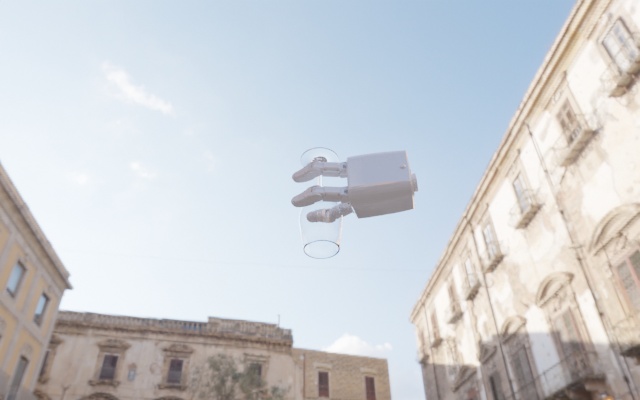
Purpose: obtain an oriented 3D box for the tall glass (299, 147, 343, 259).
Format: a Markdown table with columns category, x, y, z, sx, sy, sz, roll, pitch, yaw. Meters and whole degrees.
| category | x | y | z | sx | sy | sz | roll | pitch | yaw |
| --- | --- | --- | --- | --- | --- | --- | --- | --- | --- |
| tall glass | 0.000 | 0.002 | 0.860 | 0.079 | 0.200 | 0.079 | -1 | -36 | 0 |
